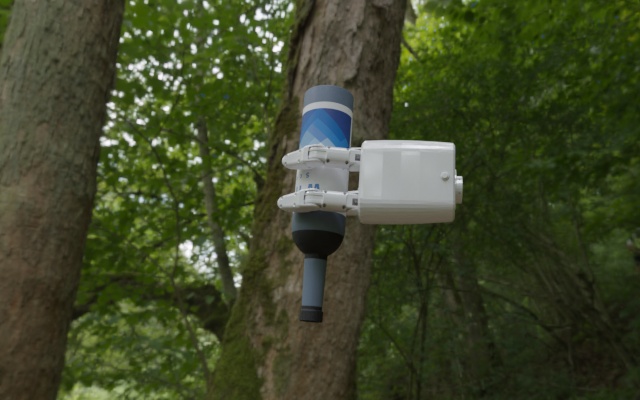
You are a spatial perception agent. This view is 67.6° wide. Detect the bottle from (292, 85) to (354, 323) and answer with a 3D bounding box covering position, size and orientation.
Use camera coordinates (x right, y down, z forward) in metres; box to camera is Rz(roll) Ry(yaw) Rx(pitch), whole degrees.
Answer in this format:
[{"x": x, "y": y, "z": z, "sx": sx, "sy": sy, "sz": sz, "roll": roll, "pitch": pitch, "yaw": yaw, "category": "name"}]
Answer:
[{"x": 0.000, "y": 0.002, "z": 0.602, "sx": 0.069, "sy": 0.295, "sz": 0.069, "roll": 4, "pitch": -16, "yaw": 1, "category": "bottle"}]
